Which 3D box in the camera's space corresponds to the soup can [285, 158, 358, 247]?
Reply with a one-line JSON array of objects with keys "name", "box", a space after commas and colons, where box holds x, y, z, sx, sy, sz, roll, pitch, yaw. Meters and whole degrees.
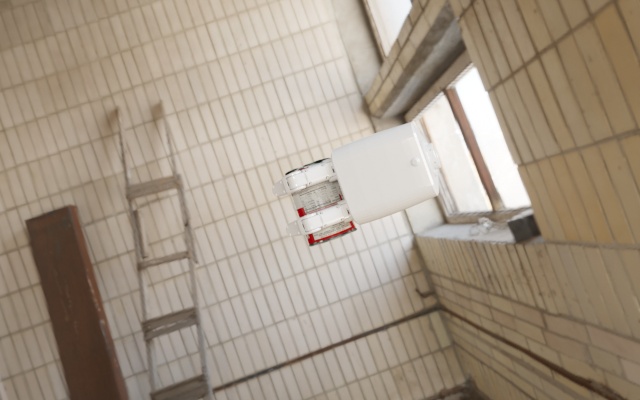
[{"name": "soup can", "box": [0.000, 0.002, 0.631, 0.068, 0.102, 0.068, -20, -1, 0]}]
